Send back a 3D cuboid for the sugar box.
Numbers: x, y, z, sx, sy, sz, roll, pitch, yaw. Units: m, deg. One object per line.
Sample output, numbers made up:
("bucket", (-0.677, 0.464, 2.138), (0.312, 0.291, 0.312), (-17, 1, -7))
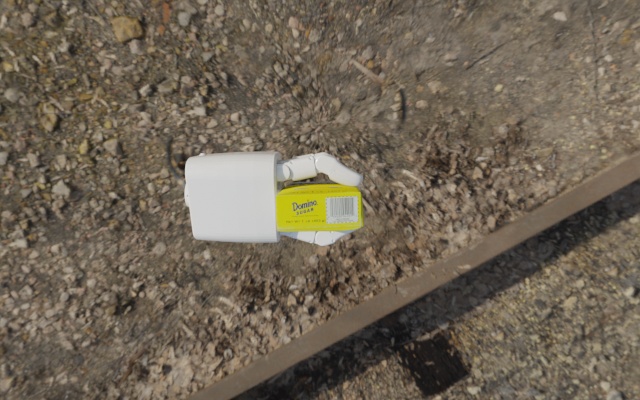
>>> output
("sugar box", (0.000, 0.001, 0.585), (0.093, 0.048, 0.176), (-1, 9, 0))
